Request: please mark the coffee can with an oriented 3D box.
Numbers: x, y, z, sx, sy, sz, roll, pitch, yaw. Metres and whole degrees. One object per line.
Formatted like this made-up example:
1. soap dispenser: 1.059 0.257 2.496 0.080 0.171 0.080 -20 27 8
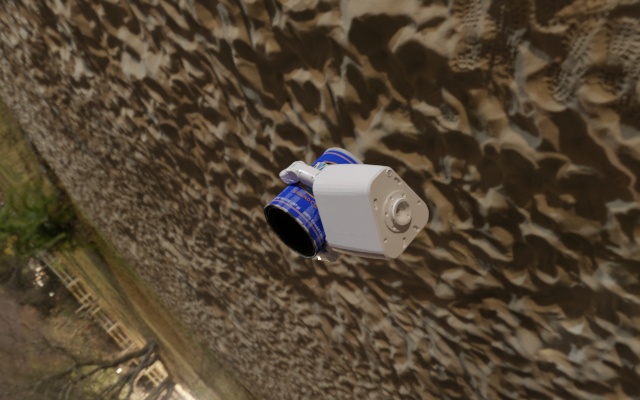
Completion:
1. coffee can: 0.000 0.002 0.716 0.140 0.103 0.103 -44 23 -26
